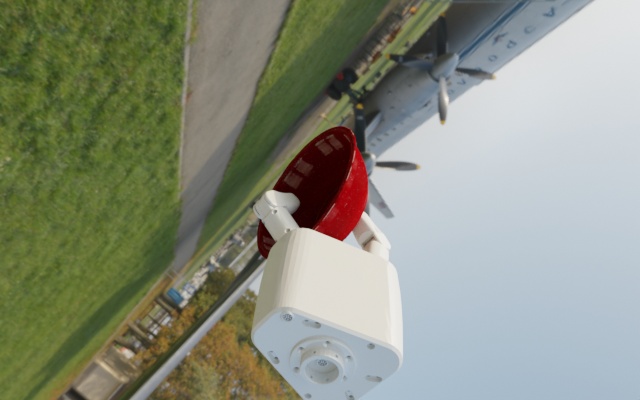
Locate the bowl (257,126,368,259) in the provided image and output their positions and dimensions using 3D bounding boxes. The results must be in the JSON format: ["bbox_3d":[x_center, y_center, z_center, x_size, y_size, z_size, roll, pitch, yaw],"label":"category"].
[{"bbox_3d":[0.001,0.001,0.515,0.055,0.162,0.162,33,-16,-25],"label":"bowl"}]
